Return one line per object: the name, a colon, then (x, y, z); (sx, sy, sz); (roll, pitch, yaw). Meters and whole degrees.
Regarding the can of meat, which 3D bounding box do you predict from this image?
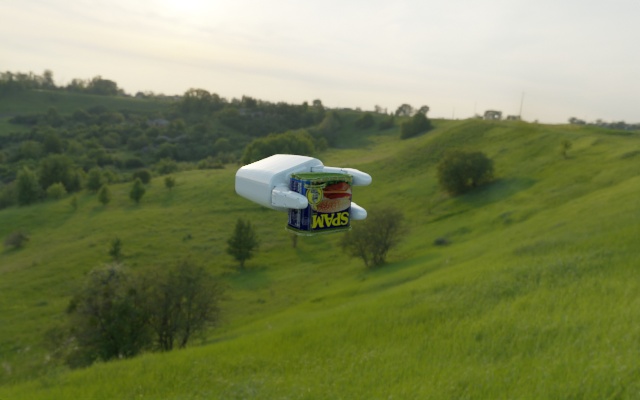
can of meat: (0.000, 0.002, 0.709); (0.102, 0.084, 0.057); (-4, 13, -37)
